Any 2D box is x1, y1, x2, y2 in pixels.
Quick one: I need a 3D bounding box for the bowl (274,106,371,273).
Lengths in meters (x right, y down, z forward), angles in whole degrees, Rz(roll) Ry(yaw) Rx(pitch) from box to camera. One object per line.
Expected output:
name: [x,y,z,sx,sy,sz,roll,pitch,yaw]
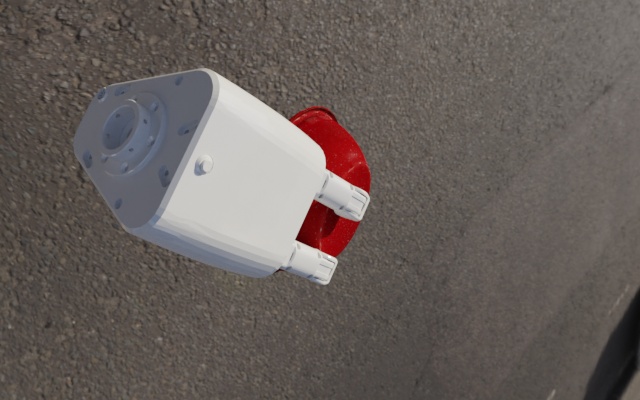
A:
bowl: [0.001,0.002,0.429,0.055,0.162,0.162,22,9,23]
